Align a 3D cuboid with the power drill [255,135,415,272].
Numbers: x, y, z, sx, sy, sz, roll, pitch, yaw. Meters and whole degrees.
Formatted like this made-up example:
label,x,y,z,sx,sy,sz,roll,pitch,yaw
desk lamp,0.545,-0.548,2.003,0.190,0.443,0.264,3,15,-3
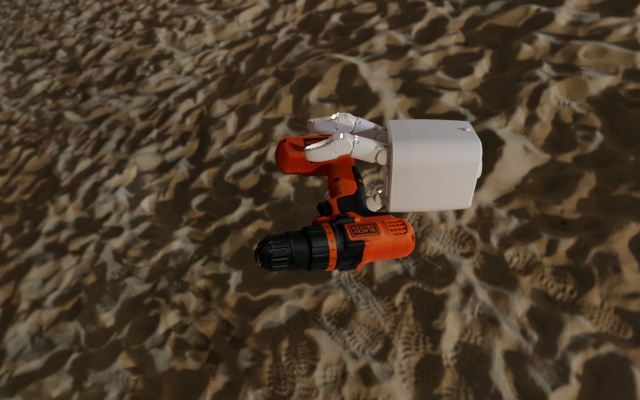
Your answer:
label,x,y,z,sx,sy,sz,roll,pitch,yaw
power drill,0.000,0.001,0.574,0.184,0.187,0.057,-4,-40,-19
